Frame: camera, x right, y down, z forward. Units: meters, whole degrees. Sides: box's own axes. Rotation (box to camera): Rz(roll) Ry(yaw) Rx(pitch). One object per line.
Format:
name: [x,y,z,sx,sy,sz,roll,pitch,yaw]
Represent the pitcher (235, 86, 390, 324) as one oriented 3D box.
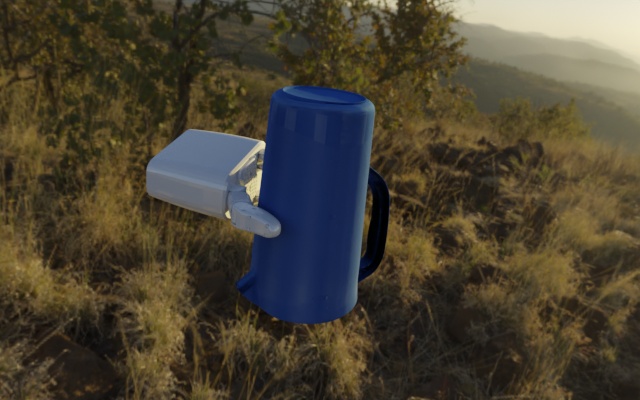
pitcher: [0.000,0.002,0.538,0.145,0.243,0.149,14,23,16]
